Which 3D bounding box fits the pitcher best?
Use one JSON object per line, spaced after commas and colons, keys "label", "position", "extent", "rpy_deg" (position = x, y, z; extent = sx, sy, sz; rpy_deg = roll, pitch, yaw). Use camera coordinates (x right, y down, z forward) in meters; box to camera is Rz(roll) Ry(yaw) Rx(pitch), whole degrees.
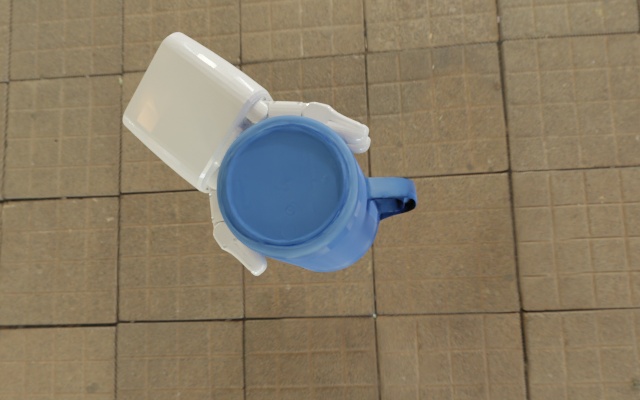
{"label": "pitcher", "position": [0.000, 0.001, 0.460], "extent": [0.145, 0.149, 0.243], "rpy_deg": [39, -1, 10]}
